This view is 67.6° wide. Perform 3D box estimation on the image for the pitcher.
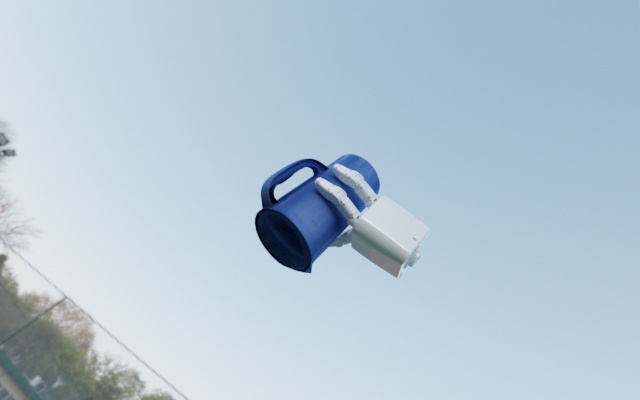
[{"bbox_3d":[0.000,0.003,0.890,0.145,0.149,0.242,36,52,18],"label":"pitcher"}]
